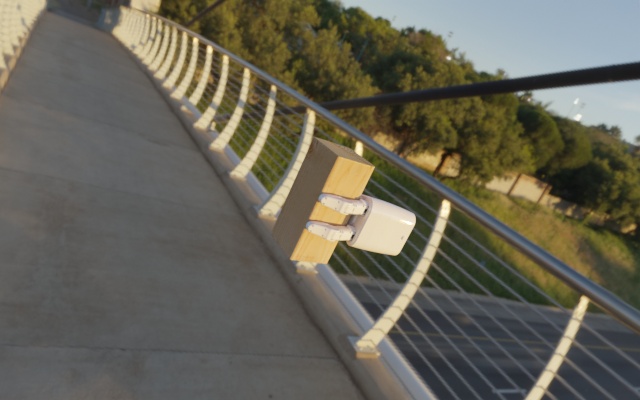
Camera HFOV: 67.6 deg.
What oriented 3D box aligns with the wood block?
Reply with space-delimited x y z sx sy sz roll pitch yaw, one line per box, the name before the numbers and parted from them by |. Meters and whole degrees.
wood block | 0.000 0.003 0.873 0.090 0.206 0.090 12 21 -37
